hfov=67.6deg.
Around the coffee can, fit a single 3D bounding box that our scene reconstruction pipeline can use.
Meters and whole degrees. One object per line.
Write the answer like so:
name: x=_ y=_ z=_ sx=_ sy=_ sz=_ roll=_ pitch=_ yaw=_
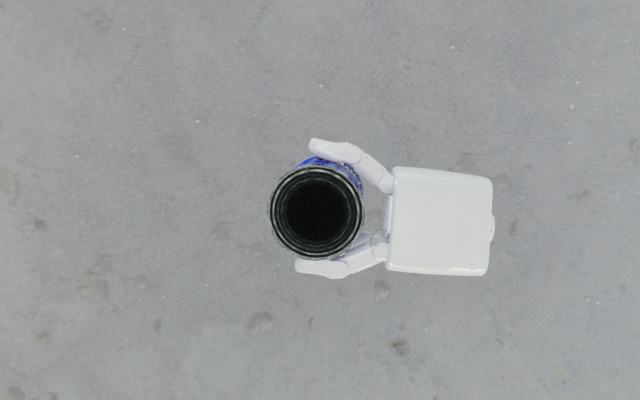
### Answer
coffee can: x=0.000 y=0.002 z=0.560 sx=0.103 sy=0.103 sz=0.140 roll=0 pitch=10 yaw=5
